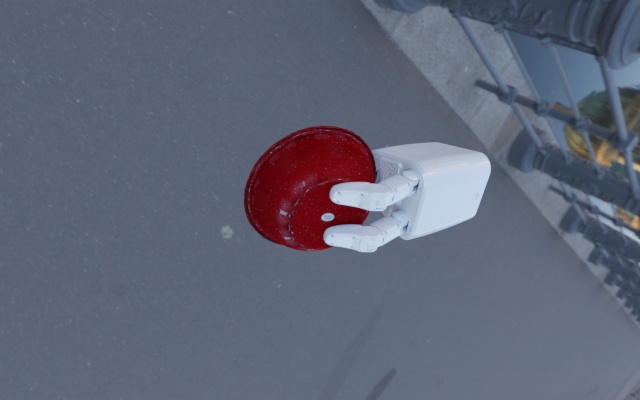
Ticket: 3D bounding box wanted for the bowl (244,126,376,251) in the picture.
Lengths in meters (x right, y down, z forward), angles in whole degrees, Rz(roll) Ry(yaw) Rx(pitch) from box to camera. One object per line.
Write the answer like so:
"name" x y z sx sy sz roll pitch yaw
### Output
"bowl" -0.001 0.002 0.528 0.162 0.162 0.055 0 33 -25
